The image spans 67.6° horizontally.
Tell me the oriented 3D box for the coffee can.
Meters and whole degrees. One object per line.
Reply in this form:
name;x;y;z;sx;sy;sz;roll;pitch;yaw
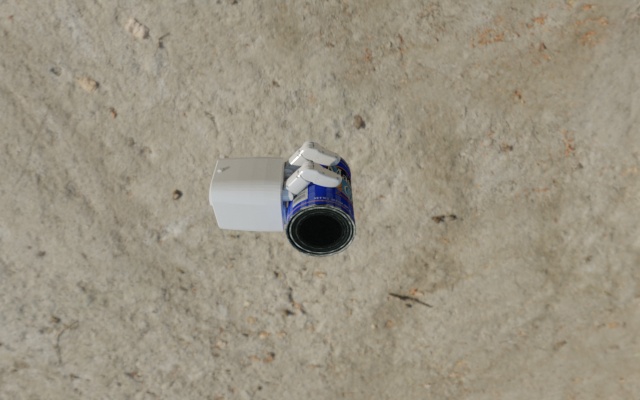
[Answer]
coffee can;0.000;0.002;0.744;0.103;0.103;0.140;0;39;0
